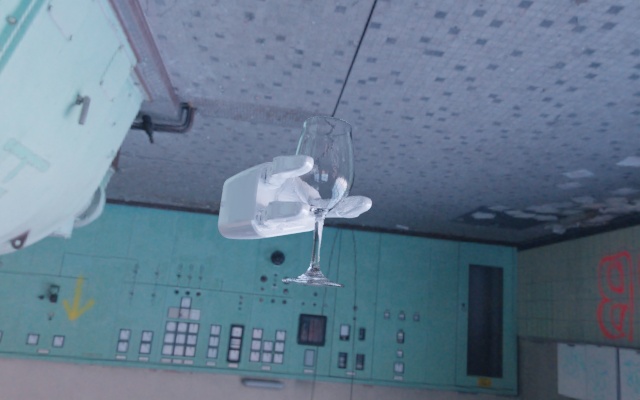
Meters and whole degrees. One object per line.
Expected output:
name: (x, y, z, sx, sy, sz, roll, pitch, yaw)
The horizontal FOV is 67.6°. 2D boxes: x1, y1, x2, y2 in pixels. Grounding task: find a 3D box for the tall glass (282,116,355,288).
tall glass: (0.000, 0.003, 0.584, 0.079, 0.201, 0.079, 5, -13, 1)
